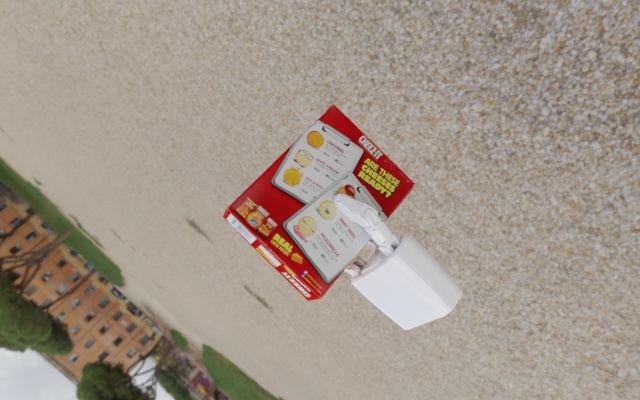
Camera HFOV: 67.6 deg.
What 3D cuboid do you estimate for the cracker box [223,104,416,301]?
[{"bbox_3d":[0.000,0.002,0.651,0.213,0.164,0.072,-47,4,-23],"label":"cracker box"}]
